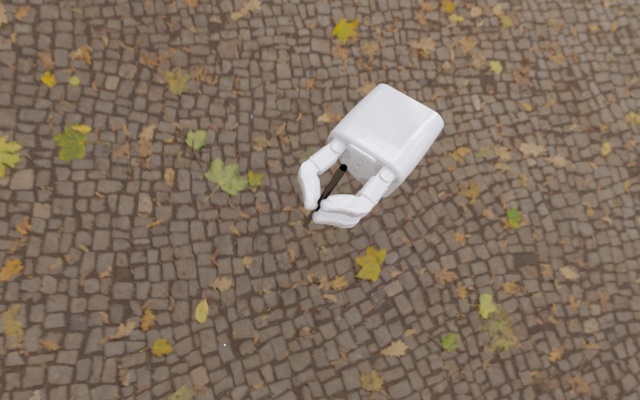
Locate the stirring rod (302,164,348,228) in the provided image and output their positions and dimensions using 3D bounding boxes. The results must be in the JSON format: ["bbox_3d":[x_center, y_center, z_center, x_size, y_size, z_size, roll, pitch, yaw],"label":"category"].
[{"bbox_3d":[0.000,0.002,0.581,0.011,0.011,0.239,0,-16,-11],"label":"stirring rod"}]
